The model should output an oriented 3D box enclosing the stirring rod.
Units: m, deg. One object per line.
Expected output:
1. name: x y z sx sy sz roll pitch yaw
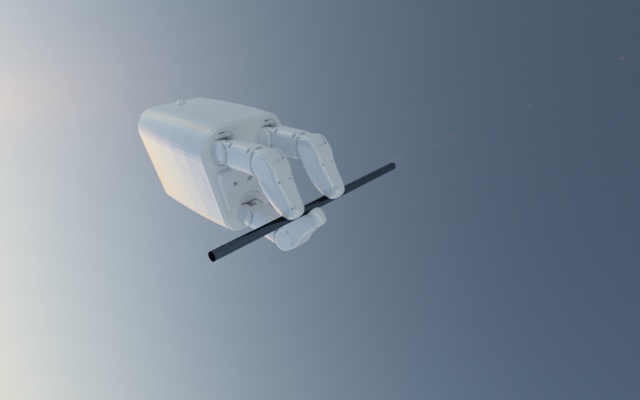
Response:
1. stirring rod: 0.000 0.001 0.418 0.011 0.011 0.239 0 18 42
